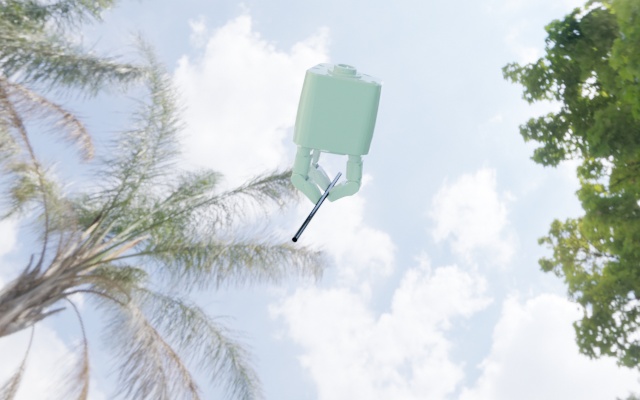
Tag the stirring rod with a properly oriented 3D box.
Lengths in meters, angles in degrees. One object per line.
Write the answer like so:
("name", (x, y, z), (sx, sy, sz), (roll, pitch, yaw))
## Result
("stirring rod", (0.000, 0.002, 0.705), (0.011, 0.011, 0.239), (0, 23, 17))
